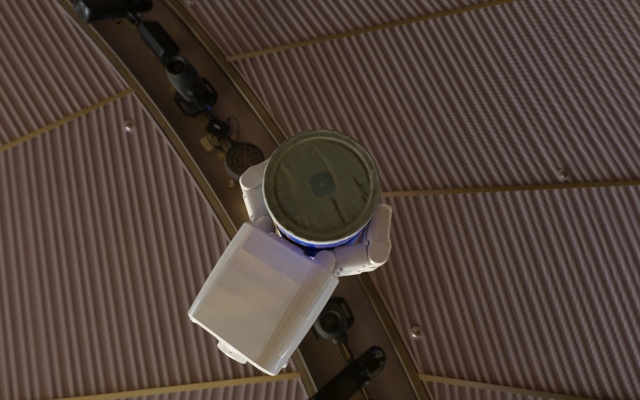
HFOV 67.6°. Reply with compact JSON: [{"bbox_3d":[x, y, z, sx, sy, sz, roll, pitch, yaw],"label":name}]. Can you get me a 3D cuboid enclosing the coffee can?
[{"bbox_3d":[0.000,0.001,0.479,0.103,0.102,0.140,0,-13,-1],"label":"coffee can"}]
